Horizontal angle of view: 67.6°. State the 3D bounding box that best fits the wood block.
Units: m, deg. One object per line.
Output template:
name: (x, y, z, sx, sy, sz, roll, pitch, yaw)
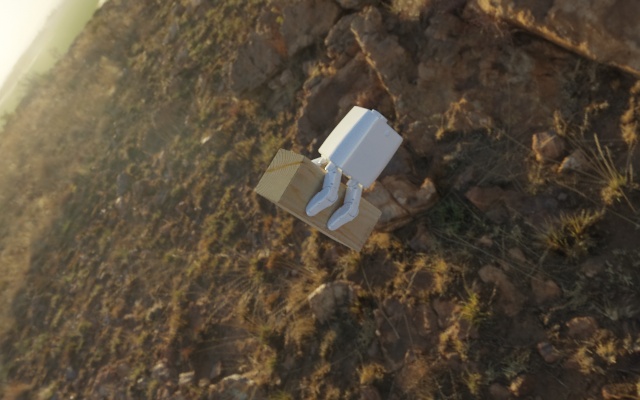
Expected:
wood block: (0.000, 0.002, 0.855, 0.206, 0.090, 0.091, 34, -6, -35)
